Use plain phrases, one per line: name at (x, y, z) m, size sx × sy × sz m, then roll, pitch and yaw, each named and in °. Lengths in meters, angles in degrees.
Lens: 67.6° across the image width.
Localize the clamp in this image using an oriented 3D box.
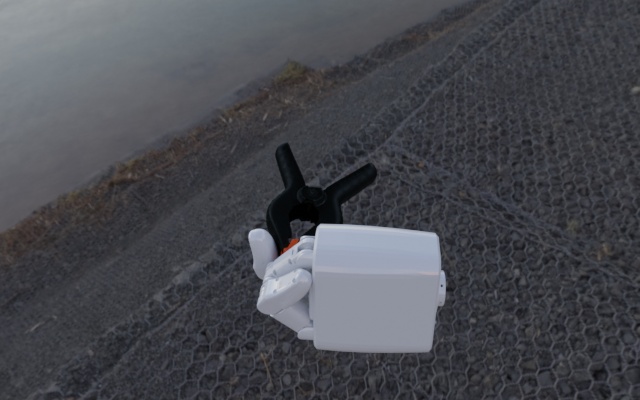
clamp at (0.000, 0.001, 0.511) m, size 0.120 × 0.171 × 0.039 m, roll 4°, pitch -43°, yaw 4°
